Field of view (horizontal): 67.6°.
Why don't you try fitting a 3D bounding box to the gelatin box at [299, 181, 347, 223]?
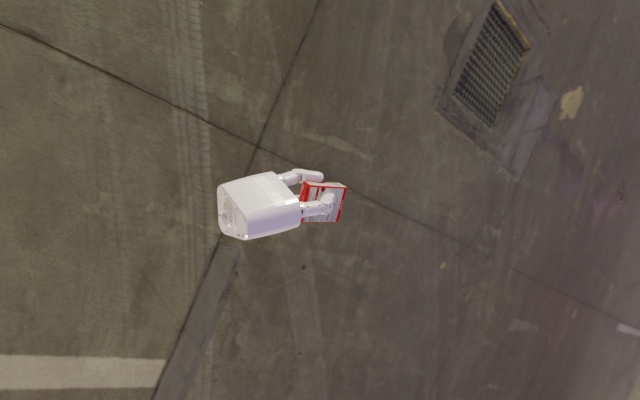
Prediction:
[{"bbox_3d":[0.001,0.003,0.898,0.089,0.073,0.030,2,20,-35],"label":"gelatin box"}]
